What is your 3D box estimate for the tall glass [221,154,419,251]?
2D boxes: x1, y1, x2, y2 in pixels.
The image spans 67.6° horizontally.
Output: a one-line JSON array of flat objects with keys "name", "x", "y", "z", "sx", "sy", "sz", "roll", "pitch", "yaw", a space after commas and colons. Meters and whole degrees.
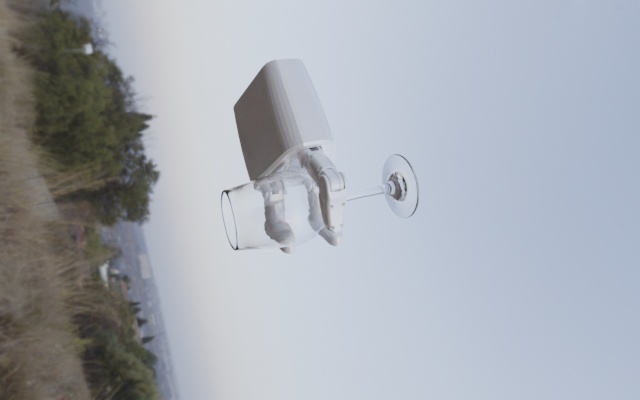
[{"name": "tall glass", "x": 0.001, "y": 0.002, "z": 0.508, "sx": 0.201, "sy": 0.079, "sz": 0.079, "roll": -12, "pitch": 4, "yaw": -22}]
